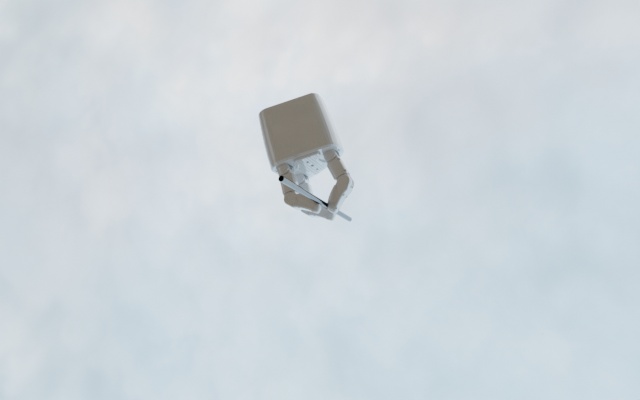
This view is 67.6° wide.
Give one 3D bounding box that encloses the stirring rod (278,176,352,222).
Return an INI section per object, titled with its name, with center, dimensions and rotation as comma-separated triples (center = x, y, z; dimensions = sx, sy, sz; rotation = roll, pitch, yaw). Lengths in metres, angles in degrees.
[stirring rod]
center = 0.000, 0.002, 0.701
dimensions = 0.011, 0.011, 0.239
rotation = 0, -14, 25
